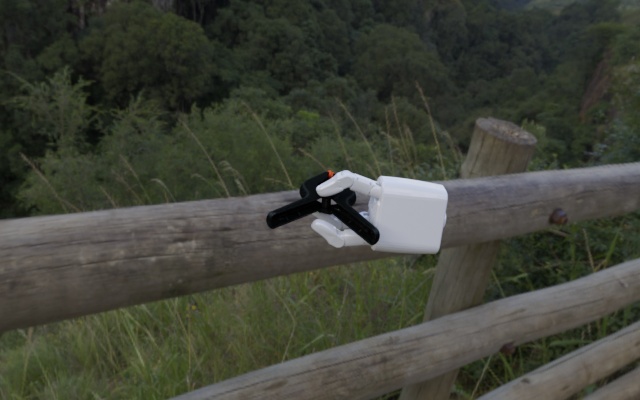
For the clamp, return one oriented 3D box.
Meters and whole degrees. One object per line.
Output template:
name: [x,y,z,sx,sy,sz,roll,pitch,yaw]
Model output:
clamp: [0.000,0.002,0.762,0.164,0.036,0.210,7,26,-6]
